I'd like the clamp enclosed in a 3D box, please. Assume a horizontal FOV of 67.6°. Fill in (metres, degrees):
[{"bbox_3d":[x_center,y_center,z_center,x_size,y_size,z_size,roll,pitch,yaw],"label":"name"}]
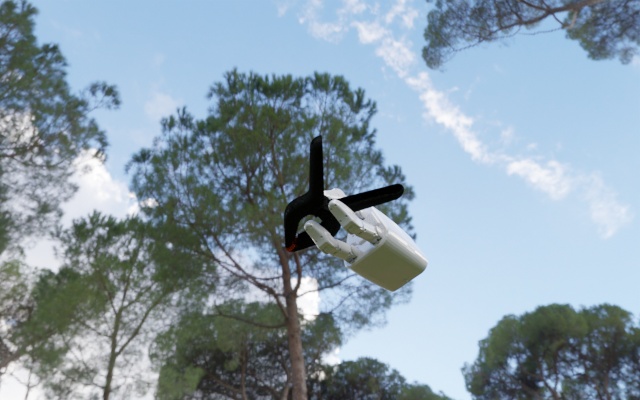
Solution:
[{"bbox_3d":[0.000,0.002,0.739,0.164,0.036,0.210,36,-60,-24],"label":"clamp"}]
